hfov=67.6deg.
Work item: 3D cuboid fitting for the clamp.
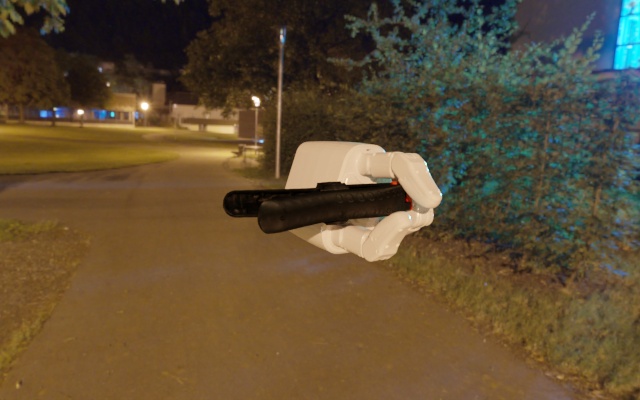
[{"bbox_3d":[0.000,0.001,0.422,0.171,0.039,0.120,-3,12,-33],"label":"clamp"}]
